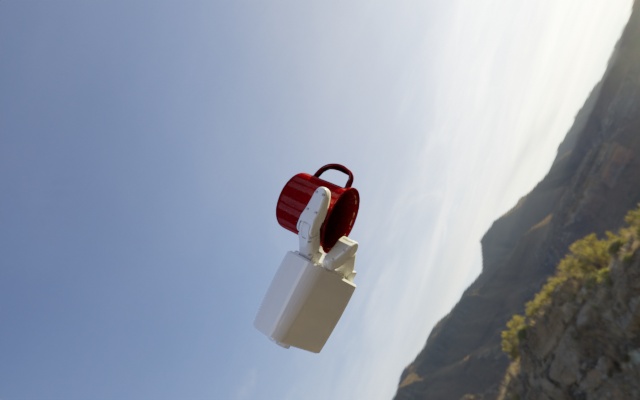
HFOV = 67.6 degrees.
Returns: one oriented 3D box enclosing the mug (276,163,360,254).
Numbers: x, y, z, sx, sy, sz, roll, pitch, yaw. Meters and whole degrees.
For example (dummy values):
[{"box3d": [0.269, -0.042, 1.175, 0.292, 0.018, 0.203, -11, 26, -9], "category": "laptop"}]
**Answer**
[{"box3d": [0.001, 0.001, 0.638, 0.081, 0.117, 0.093, 23, -9, 25], "category": "mug"}]
